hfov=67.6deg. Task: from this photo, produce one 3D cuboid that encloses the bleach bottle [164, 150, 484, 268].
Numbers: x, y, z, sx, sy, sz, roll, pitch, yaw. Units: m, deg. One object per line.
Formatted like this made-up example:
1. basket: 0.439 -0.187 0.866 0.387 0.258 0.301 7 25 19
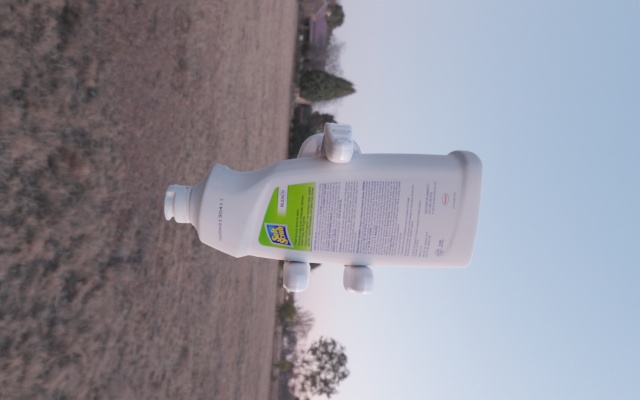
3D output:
1. bleach bottle: 0.000 0.001 0.400 0.251 0.102 0.068 4 8 -3
